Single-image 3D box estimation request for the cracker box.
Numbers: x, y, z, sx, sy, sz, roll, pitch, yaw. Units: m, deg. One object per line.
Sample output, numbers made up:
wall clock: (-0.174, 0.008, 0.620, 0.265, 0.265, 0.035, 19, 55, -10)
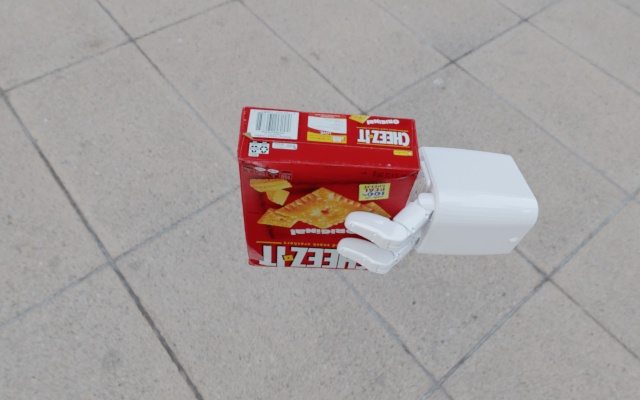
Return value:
cracker box: (0.000, 0.001, 0.514, 0.164, 0.072, 0.214, 3, -34, -3)
